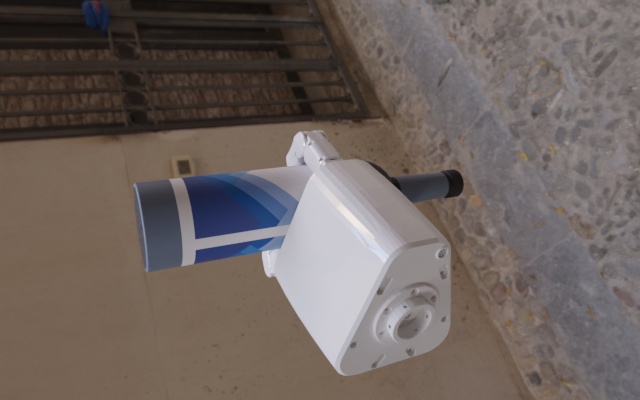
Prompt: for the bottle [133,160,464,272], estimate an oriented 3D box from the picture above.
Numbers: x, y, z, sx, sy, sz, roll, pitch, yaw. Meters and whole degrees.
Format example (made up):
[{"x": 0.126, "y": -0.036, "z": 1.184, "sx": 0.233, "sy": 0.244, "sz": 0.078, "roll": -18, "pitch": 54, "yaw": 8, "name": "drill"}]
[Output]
[{"x": 0.000, "y": 0.001, "z": 0.411, "sx": 0.295, "sy": 0.069, "sz": 0.069, "roll": -8, "pitch": 3, "yaw": -24, "name": "bottle"}]
